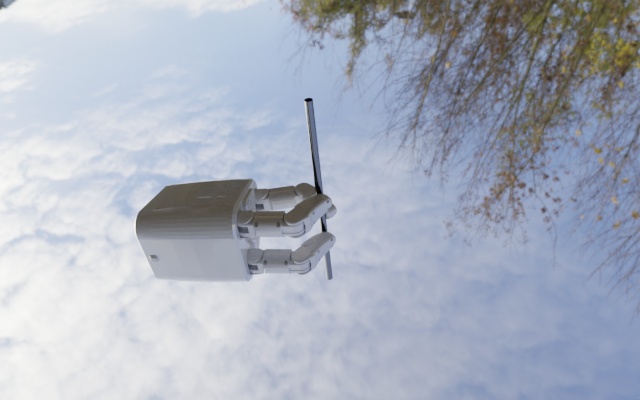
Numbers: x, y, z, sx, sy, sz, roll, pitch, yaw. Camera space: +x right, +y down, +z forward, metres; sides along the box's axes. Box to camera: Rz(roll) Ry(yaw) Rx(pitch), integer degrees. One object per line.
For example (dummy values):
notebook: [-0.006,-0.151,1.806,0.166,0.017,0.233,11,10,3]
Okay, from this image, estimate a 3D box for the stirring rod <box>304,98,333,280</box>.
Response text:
stirring rod: [0.000,0.002,0.507,0.011,0.240,0.011,-4,39,3]
